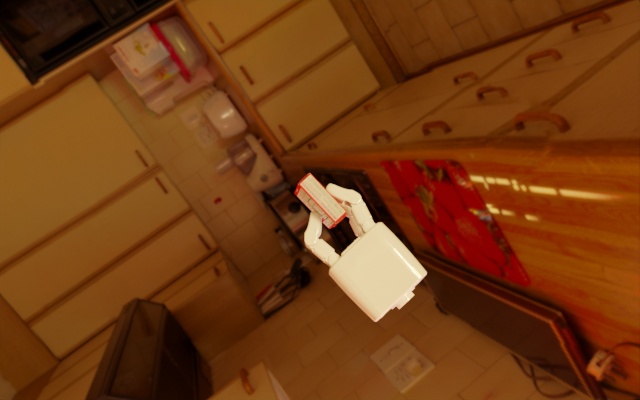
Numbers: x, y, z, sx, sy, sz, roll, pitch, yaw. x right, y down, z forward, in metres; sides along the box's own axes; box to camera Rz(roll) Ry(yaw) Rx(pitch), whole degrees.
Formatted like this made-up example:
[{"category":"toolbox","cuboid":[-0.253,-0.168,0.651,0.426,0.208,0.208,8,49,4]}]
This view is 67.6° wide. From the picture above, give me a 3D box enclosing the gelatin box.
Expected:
[{"category":"gelatin box","cuboid":[0.000,0.003,0.773,0.030,0.089,0.073,-44,-2,-12]}]
